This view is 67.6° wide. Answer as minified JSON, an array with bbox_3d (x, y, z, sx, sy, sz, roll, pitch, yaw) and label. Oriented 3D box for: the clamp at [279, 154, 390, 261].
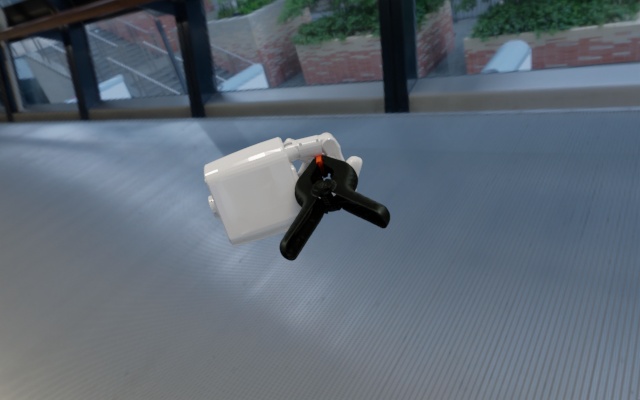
[{"bbox_3d":[0.000,0.001,0.552,0.120,0.039,0.171,-20,30,-3],"label":"clamp"}]
